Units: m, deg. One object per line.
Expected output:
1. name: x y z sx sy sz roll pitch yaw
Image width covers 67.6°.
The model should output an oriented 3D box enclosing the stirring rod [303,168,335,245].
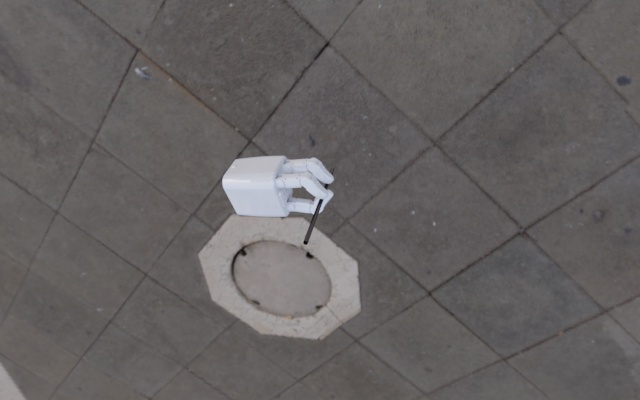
1. stirring rod: 0.000 0.003 0.873 0.011 0.011 0.239 0 33 14
